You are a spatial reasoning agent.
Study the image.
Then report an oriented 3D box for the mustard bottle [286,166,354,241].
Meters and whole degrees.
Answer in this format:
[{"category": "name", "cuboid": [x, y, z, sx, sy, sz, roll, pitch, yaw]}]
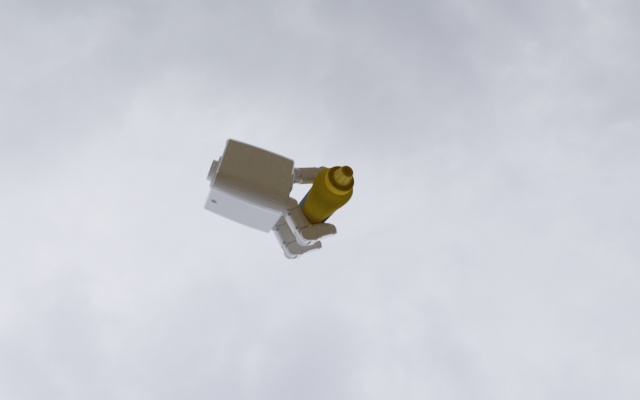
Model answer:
[{"category": "mustard bottle", "cuboid": [0.000, 0.003, 0.714, 0.096, 0.058, 0.192, -49, -1, -35]}]
